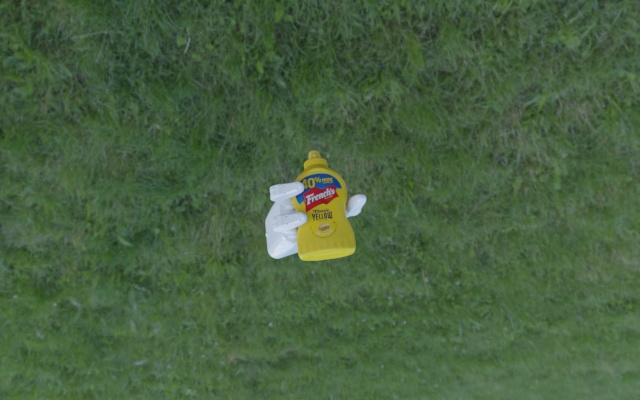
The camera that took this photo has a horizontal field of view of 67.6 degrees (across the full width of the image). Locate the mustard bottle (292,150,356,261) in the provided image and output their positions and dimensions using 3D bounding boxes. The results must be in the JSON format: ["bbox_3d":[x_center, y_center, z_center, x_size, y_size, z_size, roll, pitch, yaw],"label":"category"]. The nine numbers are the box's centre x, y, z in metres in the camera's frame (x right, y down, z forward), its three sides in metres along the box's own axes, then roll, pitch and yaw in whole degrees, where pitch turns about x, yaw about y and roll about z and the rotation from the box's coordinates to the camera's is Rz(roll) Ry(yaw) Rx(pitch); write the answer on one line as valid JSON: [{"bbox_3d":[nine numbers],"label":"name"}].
[{"bbox_3d":[0.000,0.003,0.818,0.096,0.191,0.058,-8,-21,1],"label":"mustard bottle"}]
